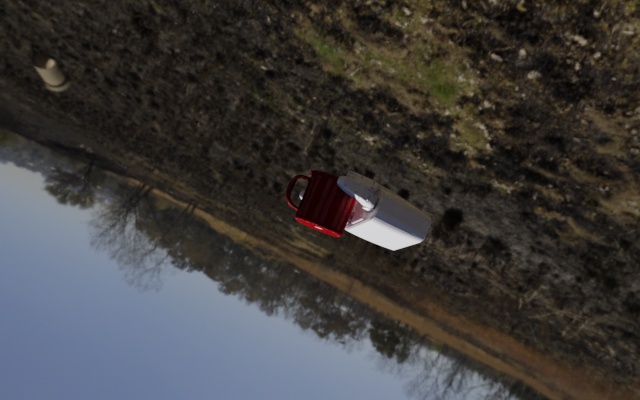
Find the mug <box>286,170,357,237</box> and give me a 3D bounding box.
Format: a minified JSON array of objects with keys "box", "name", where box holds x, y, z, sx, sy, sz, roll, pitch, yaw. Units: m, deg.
[{"box":[-0.001,0.002,0.758,0.117,0.081,0.093,25,-9,-18],"name":"mug"}]
